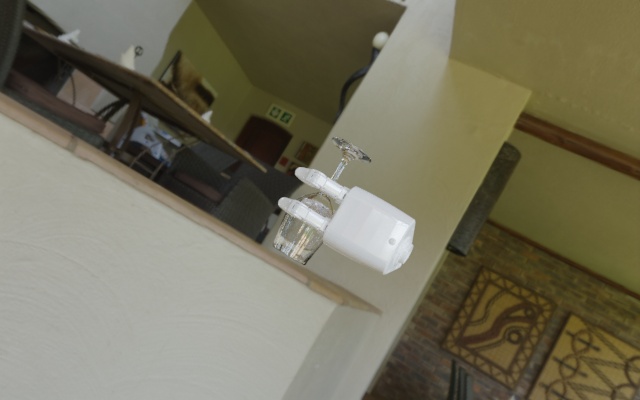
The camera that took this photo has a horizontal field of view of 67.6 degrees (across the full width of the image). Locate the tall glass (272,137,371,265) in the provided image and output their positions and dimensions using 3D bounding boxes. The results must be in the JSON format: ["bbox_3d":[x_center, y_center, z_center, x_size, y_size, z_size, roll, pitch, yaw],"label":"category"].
[{"bbox_3d":[0.000,0.002,0.765,0.079,0.201,0.079,31,-7,4],"label":"tall glass"}]
